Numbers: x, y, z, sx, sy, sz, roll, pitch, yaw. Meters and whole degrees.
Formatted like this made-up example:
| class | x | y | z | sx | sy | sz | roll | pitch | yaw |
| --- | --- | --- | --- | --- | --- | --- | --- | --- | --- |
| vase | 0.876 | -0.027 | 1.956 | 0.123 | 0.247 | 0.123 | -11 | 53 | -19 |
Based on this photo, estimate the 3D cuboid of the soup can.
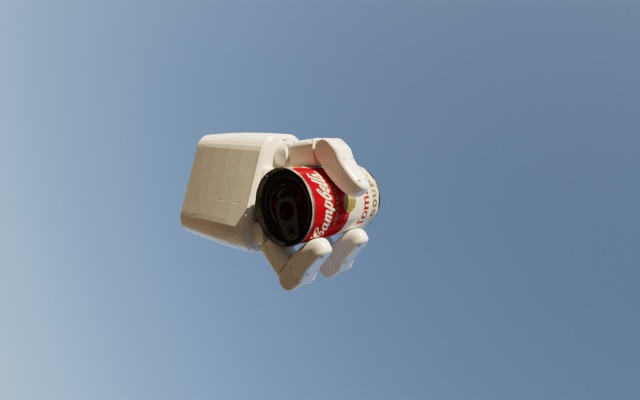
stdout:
| class | x | y | z | sx | sy | sz | roll | pitch | yaw |
| --- | --- | --- | --- | --- | --- | --- | --- | --- | --- |
| soup can | 0.001 | 0.001 | 0.438 | 0.068 | 0.068 | 0.102 | 0 | 5 | 40 |
